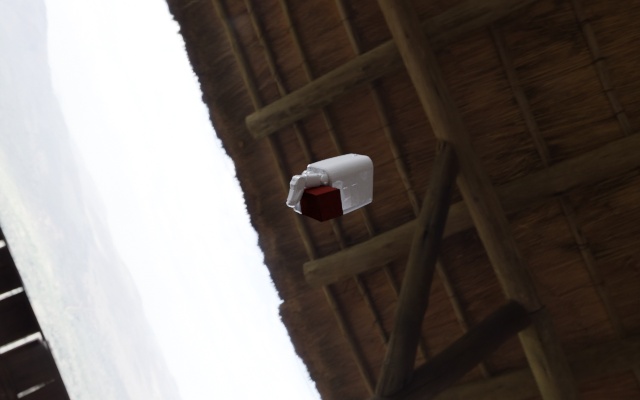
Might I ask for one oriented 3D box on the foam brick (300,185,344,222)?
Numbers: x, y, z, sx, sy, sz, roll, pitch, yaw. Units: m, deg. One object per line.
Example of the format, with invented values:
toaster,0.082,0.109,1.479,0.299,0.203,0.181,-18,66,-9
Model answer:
foam brick,0.000,0.003,0.898,0.051,0.053,0.078,-15,17,-26
